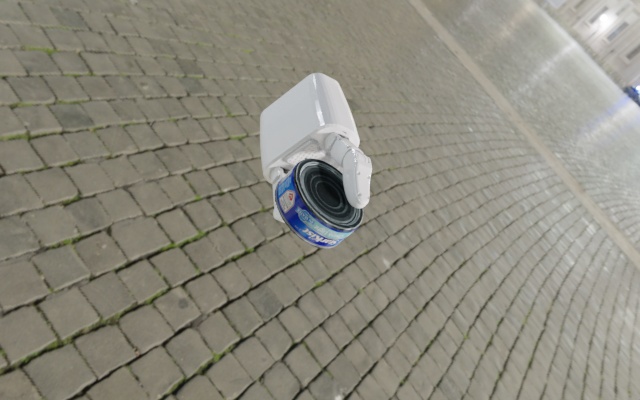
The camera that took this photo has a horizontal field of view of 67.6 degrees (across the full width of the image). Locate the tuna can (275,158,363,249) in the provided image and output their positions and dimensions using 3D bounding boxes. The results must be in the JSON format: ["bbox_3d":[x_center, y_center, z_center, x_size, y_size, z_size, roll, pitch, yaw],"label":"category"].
[{"bbox_3d":[0.000,0.001,0.463,0.086,0.086,0.034,0,-34,-47],"label":"tuna can"}]
